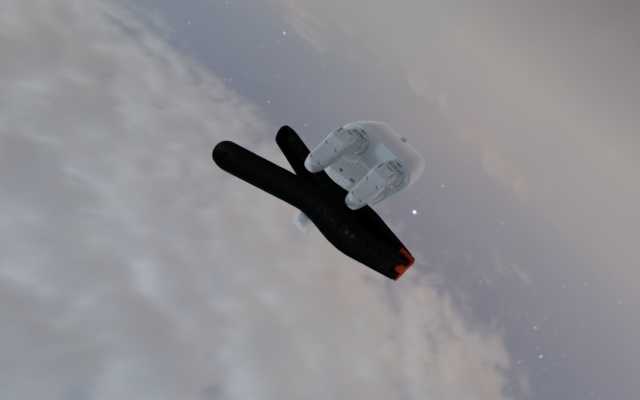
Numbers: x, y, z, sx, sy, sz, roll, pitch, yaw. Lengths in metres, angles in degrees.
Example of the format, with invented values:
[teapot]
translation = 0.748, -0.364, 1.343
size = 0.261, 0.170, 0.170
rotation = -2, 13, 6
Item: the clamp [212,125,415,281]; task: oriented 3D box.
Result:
[clamp]
translation = 0.000, 0.002, 0.464
size = 0.210, 0.036, 0.164
rotation = 43, 23, 10
